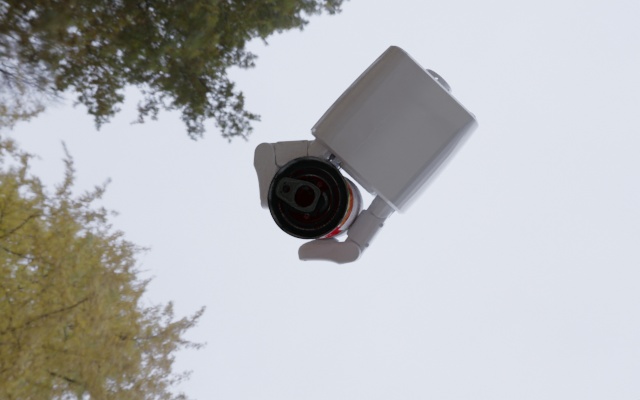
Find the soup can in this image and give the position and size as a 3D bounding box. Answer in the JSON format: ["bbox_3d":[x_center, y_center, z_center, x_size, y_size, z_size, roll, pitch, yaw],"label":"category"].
[{"bbox_3d":[0.000,0.002,0.433,0.068,0.068,0.102,0,-4,12],"label":"soup can"}]
